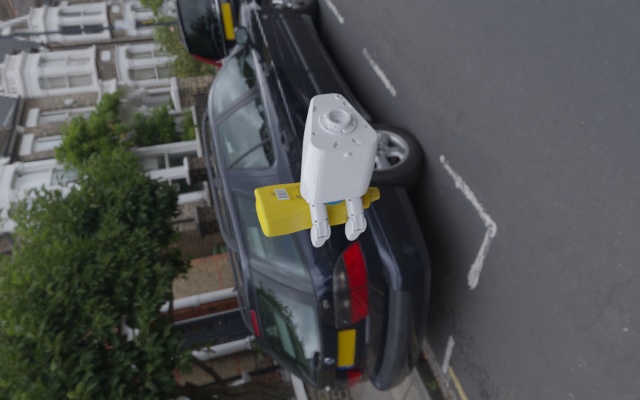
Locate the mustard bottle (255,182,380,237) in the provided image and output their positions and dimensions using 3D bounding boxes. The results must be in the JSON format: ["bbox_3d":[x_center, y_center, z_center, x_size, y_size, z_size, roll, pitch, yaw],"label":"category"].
[{"bbox_3d":[0.000,0.003,0.737,0.191,0.058,0.096,-9,31,-14],"label":"mustard bottle"}]
